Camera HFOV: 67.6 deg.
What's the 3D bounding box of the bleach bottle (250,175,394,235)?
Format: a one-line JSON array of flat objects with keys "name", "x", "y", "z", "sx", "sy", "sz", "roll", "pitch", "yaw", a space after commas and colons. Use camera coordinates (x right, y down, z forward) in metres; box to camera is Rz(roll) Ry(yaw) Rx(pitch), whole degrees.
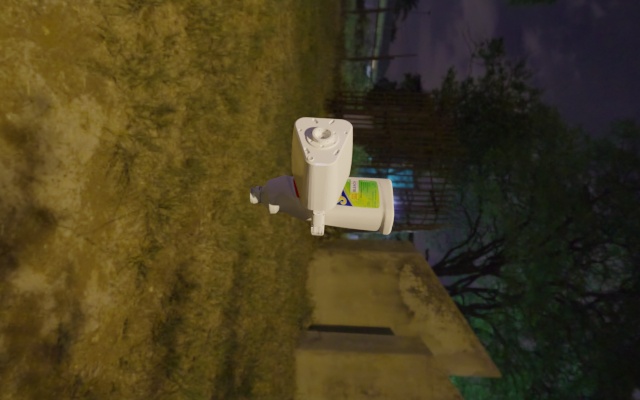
[{"name": "bleach bottle", "x": 0.000, "y": 0.003, "z": 0.853, "sx": 0.251, "sy": 0.102, "sz": 0.068, "roll": 3, "pitch": -40, "yaw": 0}]
